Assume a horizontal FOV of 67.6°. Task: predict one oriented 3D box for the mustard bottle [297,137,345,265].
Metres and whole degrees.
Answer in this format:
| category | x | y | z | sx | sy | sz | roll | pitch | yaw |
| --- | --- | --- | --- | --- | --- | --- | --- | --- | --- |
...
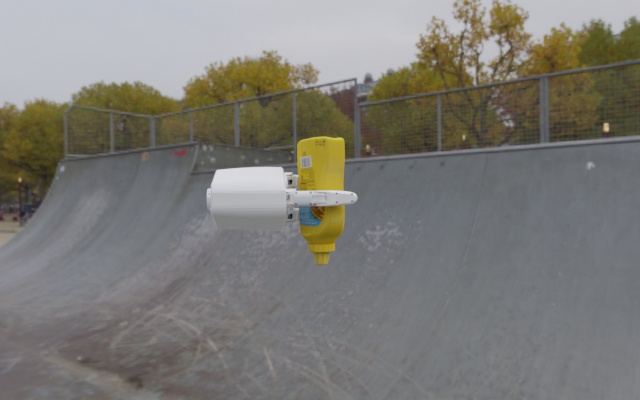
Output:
| category | x | y | z | sx | sy | sz | roll | pitch | yaw |
| --- | --- | --- | --- | --- | --- | --- | --- | --- | --- |
| mustard bottle | 0.000 | 0.002 | 0.731 | 0.058 | 0.191 | 0.096 | -1 | 1 | -32 |
